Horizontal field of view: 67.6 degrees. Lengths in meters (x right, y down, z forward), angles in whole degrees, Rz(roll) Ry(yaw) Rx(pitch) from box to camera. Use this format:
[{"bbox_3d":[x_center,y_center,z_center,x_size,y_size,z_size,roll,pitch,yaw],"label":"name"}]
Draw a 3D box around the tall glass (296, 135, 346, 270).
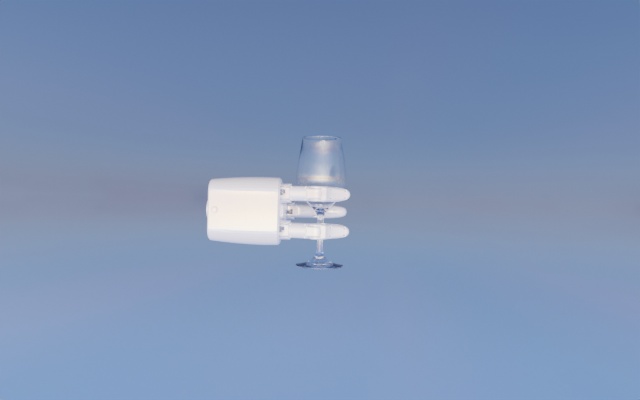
[{"bbox_3d":[0.000,0.003,0.743,0.079,0.201,0.079,2,0,0],"label":"tall glass"}]
